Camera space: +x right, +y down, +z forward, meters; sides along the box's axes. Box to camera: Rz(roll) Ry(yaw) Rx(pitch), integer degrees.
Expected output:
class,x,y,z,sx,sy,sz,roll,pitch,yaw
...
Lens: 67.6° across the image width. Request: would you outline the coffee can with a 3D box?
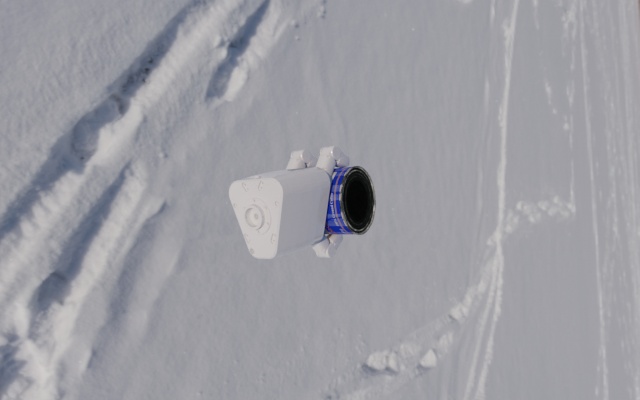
class,x,y,z,sx,sy,sz,roll,pitch,yaw
coffee can,0.000,0.002,0.741,0.140,0.103,0.103,-3,-2,34
